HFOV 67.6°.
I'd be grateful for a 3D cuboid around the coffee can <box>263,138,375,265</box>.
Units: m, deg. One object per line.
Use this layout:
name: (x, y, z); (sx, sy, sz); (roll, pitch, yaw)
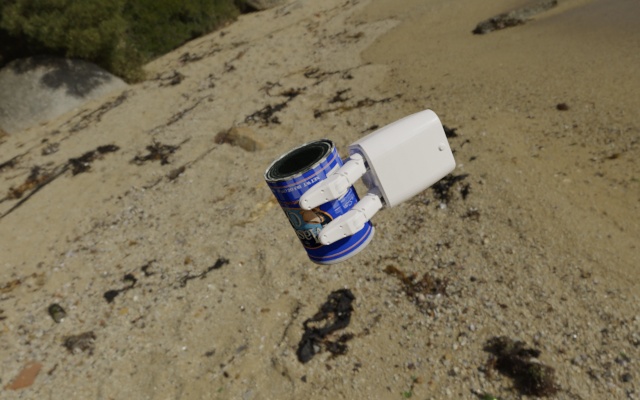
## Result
coffee can: (0.000, 0.002, 0.650); (0.103, 0.140, 0.102); (-22, 25, 11)
